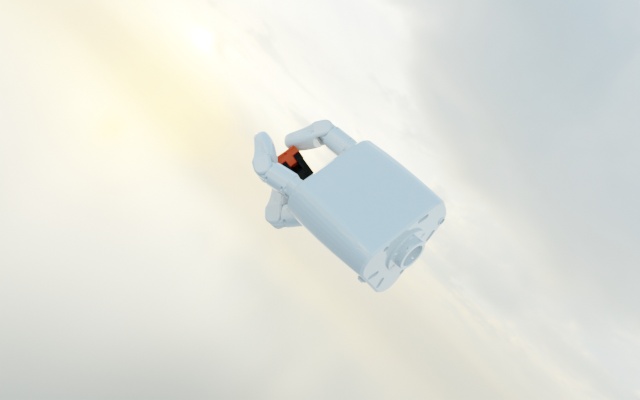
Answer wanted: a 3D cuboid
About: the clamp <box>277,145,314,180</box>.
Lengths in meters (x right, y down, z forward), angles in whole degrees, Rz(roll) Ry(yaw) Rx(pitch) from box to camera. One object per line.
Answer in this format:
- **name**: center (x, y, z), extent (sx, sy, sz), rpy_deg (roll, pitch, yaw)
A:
- **clamp**: center (0.000, 0.001, 0.573), extent (0.120, 0.039, 0.171), rpy_deg (43, -4, 31)
